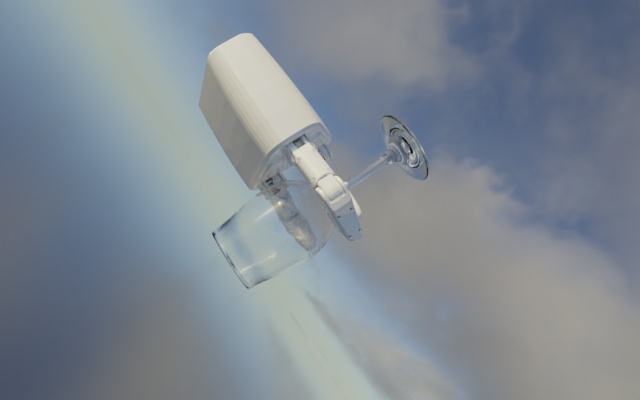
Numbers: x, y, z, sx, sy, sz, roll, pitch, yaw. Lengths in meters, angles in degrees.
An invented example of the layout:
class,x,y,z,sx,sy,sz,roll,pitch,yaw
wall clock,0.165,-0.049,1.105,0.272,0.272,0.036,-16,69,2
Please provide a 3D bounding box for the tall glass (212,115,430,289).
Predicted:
class,x,y,z,sx,sy,sz,roll,pitch,yaw
tall glass,0.001,0.001,0.450,0.201,0.079,0.079,-33,7,-10
